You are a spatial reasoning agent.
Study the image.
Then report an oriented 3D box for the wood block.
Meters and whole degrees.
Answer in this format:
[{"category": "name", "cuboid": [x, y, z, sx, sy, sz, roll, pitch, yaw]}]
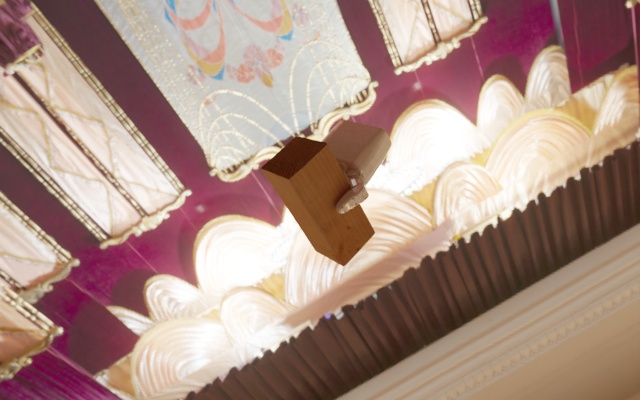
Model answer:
[{"category": "wood block", "cuboid": [0.001, 0.003, 0.817, 0.090, 0.206, 0.091, -44, 35, -19]}]
